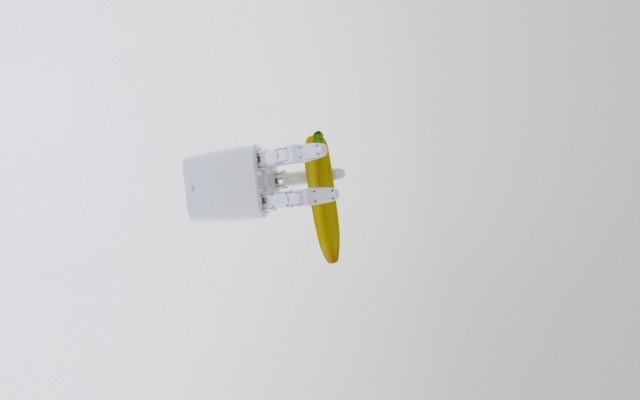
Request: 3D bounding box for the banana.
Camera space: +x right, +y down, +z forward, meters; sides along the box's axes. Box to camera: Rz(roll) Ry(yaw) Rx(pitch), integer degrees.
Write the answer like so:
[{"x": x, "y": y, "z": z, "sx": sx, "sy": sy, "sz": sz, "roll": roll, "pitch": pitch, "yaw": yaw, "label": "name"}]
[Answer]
[{"x": 0.001, "y": -0.009, "z": 0.662, "sx": 0.037, "sy": 0.198, "sz": 0.069, "roll": -6, "pitch": 26, "yaw": 7, "label": "banana"}]
